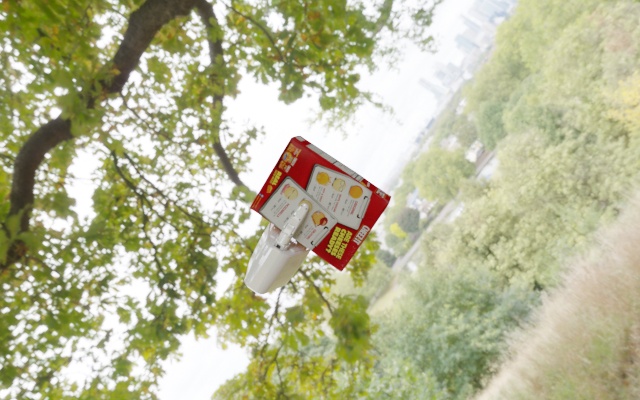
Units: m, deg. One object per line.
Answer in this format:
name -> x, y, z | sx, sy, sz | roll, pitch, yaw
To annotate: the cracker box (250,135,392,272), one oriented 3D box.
cracker box -> 0.000, 0.003, 0.898 | 0.213, 0.164, 0.072 | 34, 18, 4
